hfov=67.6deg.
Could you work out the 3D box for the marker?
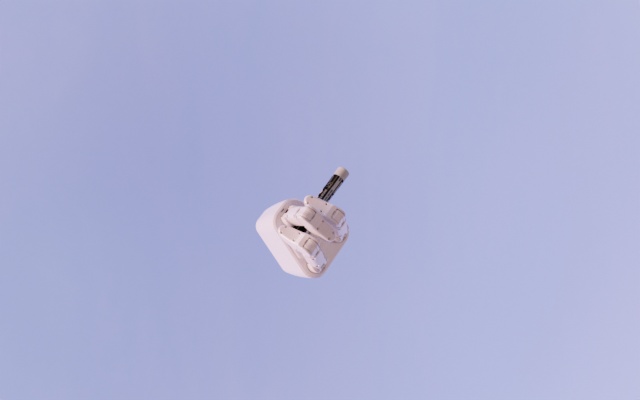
[{"bbox_3d":[0.000,0.002,0.672,0.020,0.121,0.020,32,-20,13],"label":"marker"}]
